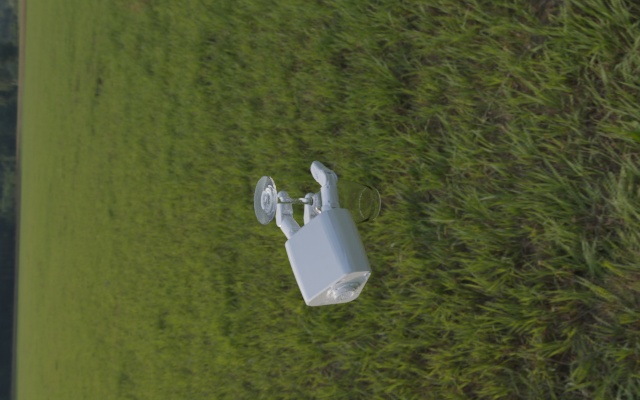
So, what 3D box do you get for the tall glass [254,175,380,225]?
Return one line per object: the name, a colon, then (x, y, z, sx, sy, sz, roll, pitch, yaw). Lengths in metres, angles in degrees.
tall glass: (0.000, 0.002, 0.770, 0.201, 0.079, 0.079, 2, -1, -32)
